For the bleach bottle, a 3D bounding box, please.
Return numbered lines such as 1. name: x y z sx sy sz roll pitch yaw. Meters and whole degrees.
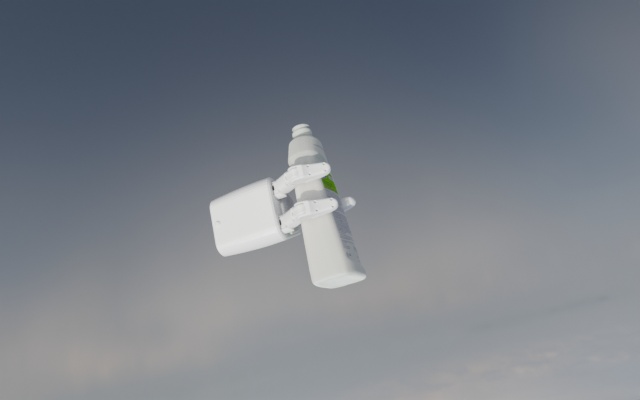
1. bleach bottle: 0.000 0.002 0.728 0.068 0.250 0.102 -19 -19 16
